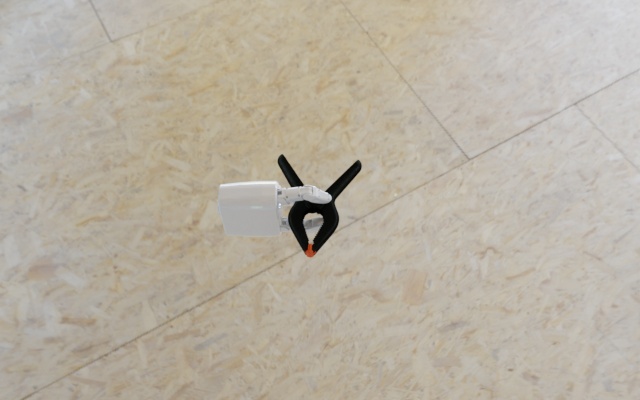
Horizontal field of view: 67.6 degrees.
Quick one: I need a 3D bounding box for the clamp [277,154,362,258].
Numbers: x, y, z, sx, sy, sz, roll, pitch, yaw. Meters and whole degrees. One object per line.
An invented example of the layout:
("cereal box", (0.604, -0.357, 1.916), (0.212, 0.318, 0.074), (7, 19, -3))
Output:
("clamp", (0.000, 0.003, 0.897), (0.164, 0.210, 0.036), (-2, -25, 1))
